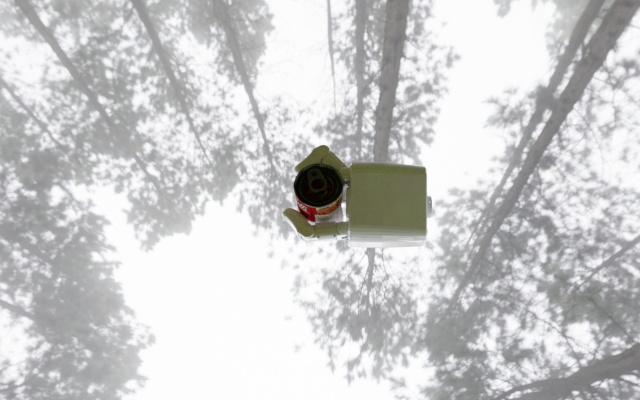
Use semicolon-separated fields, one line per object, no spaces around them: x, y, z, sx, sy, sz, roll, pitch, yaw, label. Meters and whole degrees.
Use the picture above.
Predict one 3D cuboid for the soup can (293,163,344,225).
0.000;0.002;0.683;0.068;0.068;0.102;0;-28;4;soup can
